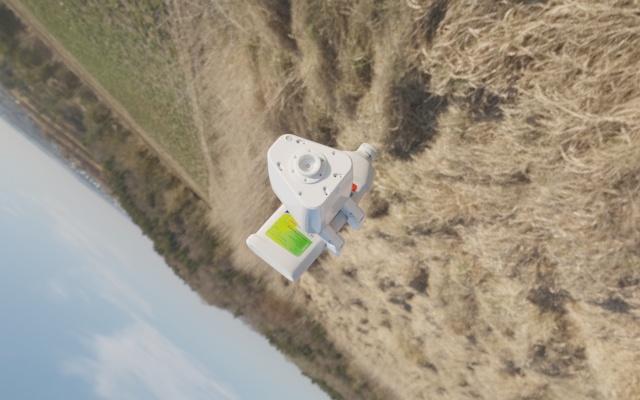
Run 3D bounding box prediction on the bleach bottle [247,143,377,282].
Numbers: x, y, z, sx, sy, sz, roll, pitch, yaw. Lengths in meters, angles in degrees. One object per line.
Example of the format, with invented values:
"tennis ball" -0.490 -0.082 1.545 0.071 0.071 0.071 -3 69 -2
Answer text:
"bleach bottle" 0.000 0.003 0.765 0.102 0.250 0.068 36 -16 9
